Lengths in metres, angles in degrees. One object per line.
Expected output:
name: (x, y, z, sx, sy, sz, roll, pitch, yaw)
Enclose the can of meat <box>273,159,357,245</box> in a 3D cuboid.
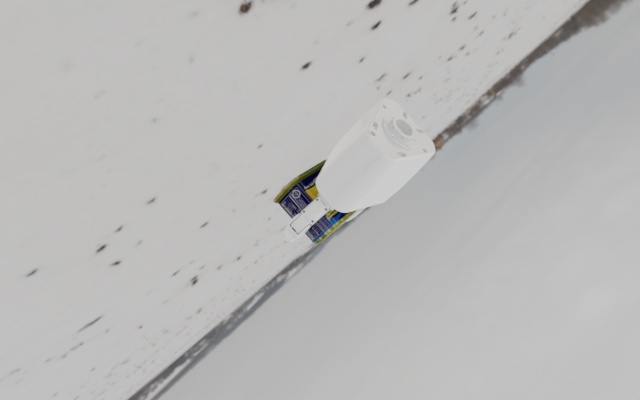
can of meat: (0.000, 0.002, 0.652, 0.057, 0.084, 0.102, -46, -6, 39)
